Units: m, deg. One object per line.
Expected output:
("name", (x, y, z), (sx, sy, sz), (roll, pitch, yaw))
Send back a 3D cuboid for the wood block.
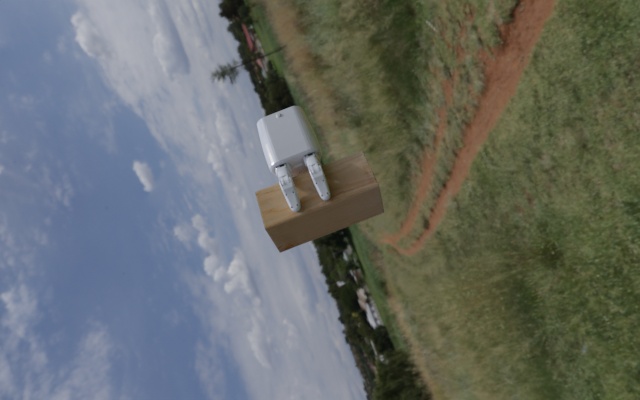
("wood block", (0.000, 0.003, 0.863), (0.206, 0.090, 0.091), (-21, -36, 1))
